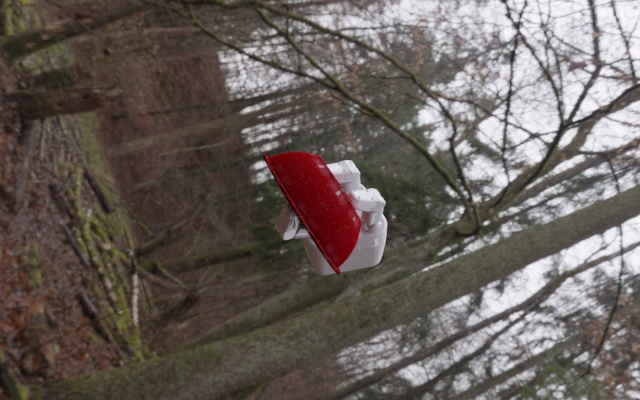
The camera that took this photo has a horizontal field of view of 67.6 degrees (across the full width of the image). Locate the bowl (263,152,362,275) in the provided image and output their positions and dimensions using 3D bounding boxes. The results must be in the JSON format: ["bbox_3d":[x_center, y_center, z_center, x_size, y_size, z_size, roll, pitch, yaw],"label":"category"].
[{"bbox_3d":[0.000,0.001,0.542,0.055,0.162,0.162,-32,-1,1],"label":"bowl"}]
